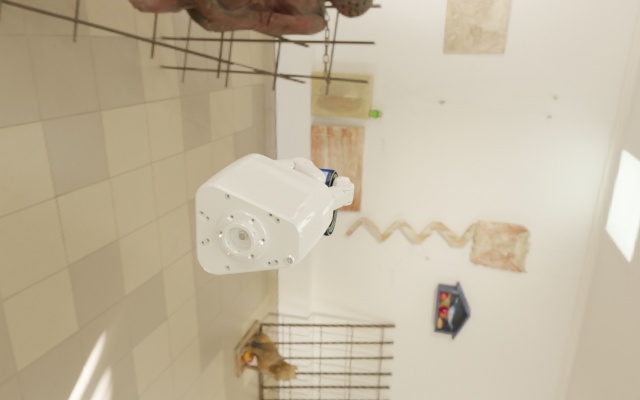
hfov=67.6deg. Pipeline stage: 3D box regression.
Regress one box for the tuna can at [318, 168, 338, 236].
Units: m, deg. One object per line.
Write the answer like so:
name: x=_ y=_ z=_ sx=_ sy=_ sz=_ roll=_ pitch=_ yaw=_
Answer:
tuna can: x=0.001 y=0.002 z=0.604 sx=0.034 sy=0.086 sz=0.086 roll=5 pitch=1 yaw=11
